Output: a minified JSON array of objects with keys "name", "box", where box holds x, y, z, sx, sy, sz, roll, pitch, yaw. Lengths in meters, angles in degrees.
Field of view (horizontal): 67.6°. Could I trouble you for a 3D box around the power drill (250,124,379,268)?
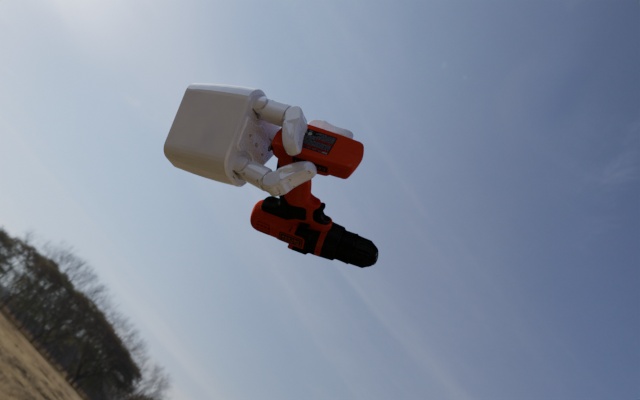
[{"name":"power drill","box":[0.000,0.002,0.606,0.184,0.188,0.057,19,45,7]}]
